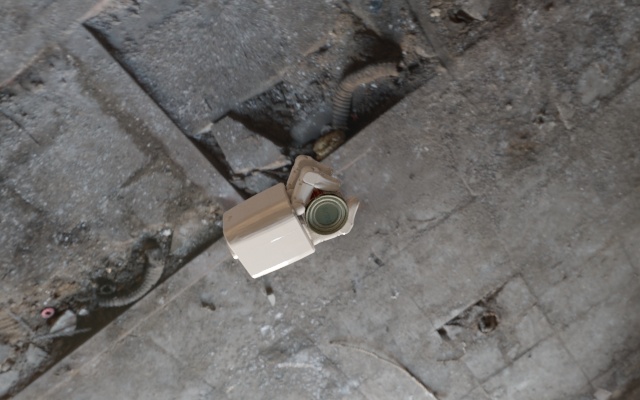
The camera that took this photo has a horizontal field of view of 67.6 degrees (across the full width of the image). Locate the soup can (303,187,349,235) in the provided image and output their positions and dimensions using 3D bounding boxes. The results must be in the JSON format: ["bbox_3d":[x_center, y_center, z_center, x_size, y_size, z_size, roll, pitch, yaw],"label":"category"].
[{"bbox_3d":[0.001,0.002,0.733,0.068,0.068,0.102,0,22,-12],"label":"soup can"}]
